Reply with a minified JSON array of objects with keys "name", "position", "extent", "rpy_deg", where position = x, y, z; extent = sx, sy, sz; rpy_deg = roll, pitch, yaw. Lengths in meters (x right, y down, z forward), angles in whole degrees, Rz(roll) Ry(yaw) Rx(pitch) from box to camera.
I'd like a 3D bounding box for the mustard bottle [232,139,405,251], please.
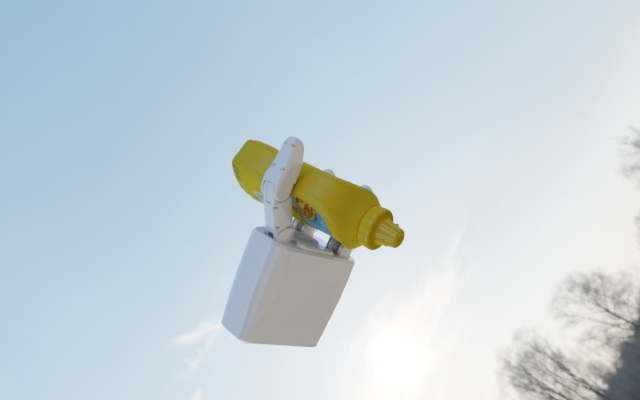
[{"name":"mustard bottle","position":[0.000,0.001,0.480],"extent":[0.191,0.058,0.096],"rpy_deg":[26,-17,36]}]
